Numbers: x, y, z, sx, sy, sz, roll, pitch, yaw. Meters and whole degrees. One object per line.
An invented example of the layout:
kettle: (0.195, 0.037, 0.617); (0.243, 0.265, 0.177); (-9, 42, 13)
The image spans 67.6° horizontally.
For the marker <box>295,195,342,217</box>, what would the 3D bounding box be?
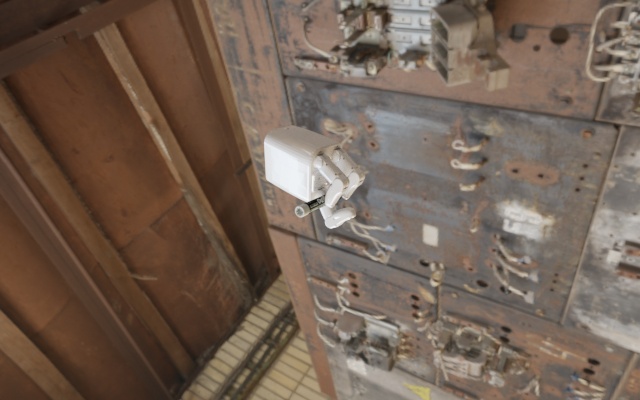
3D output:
marker: (0.000, 0.003, 0.800); (0.020, 0.020, 0.121); (0, 14, 35)
